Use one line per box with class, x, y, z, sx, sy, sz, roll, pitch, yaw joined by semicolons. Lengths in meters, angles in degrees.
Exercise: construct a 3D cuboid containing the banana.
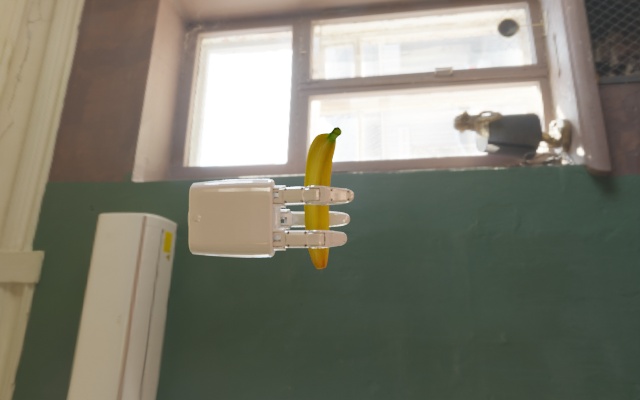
banana;-0.002;-0.007;0.648;0.037;0.198;0.069;1;20;-9
